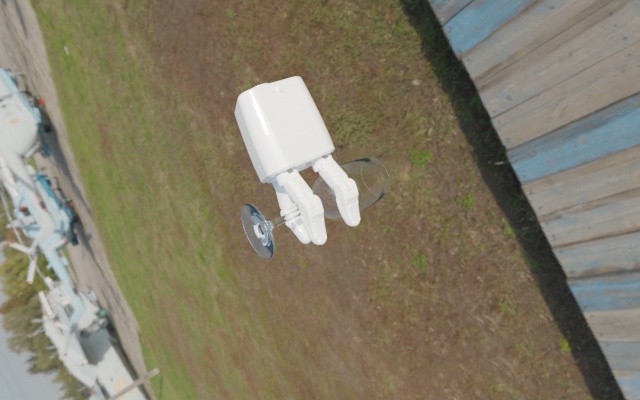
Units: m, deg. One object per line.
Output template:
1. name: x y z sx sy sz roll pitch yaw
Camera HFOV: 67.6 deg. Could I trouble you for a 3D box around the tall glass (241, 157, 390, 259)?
1. tall glass: 0.000 0.002 0.635 0.201 0.079 0.079 -24 13 -30
